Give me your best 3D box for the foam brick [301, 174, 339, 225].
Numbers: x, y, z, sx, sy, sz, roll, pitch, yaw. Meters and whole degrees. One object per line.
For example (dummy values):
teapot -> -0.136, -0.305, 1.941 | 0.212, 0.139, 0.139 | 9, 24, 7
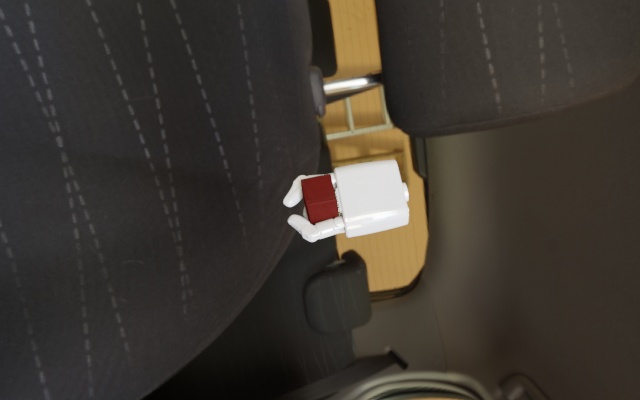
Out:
foam brick -> 0.000, 0.002, 0.784 | 0.051, 0.053, 0.078 | -11, -35, 0
